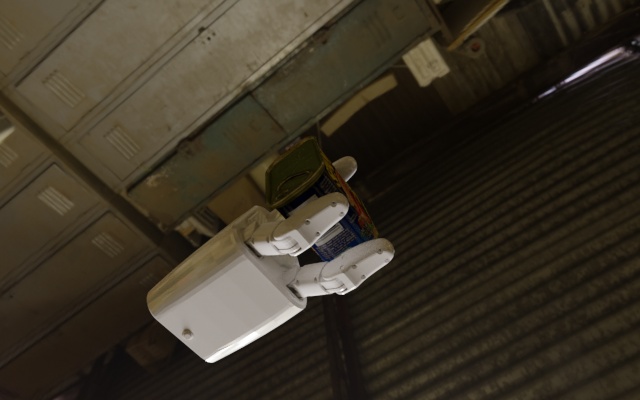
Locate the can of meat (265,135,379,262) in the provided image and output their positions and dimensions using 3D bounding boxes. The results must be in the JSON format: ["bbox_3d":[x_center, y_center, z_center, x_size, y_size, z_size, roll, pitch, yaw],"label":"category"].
[{"bbox_3d":[0.000,0.002,0.417,0.057,0.084,0.102,-36,22,9],"label":"can of meat"}]
